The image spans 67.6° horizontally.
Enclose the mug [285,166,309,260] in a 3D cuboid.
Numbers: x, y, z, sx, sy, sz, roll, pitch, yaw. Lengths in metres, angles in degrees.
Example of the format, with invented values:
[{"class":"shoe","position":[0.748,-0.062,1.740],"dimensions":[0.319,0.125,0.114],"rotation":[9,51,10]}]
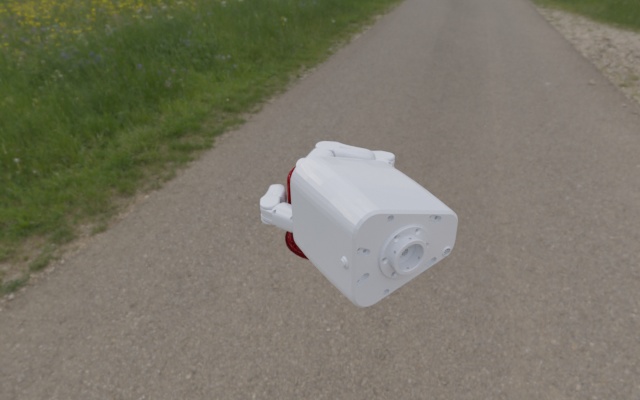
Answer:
[{"class":"mug","position":[-0.001,0.001,0.527],"dimensions":[0.093,0.081,0.117],"rotation":[-16,33,-25]}]
